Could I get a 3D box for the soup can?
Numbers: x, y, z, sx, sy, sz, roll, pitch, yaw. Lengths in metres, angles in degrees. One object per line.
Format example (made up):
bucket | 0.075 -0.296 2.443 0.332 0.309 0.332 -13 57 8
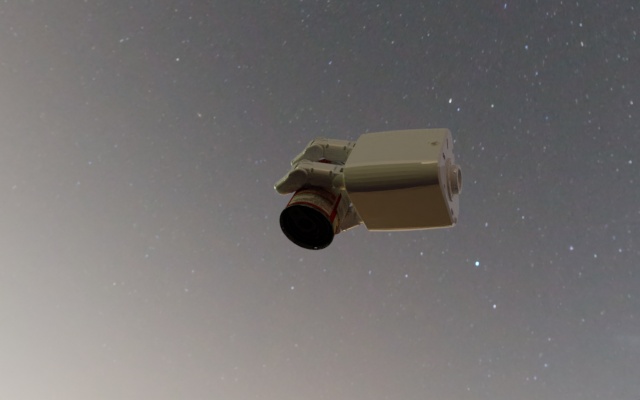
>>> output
soup can | 0.000 0.002 0.588 0.068 0.068 0.102 0 37 24
